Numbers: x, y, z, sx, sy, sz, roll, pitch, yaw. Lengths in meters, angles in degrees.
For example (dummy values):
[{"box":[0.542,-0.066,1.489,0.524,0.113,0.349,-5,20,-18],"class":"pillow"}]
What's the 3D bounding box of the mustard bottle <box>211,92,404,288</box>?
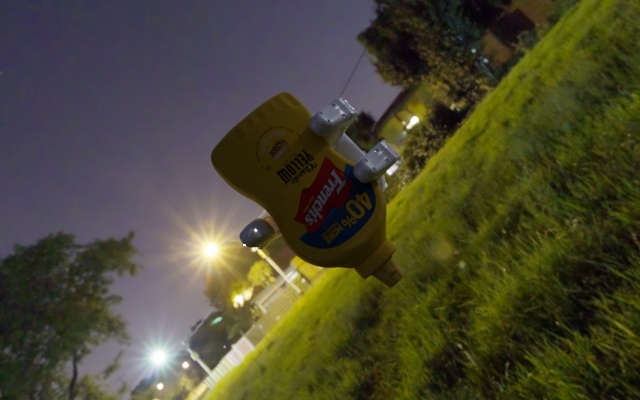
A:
[{"box":[0.000,0.001,0.422,0.096,0.191,0.058,-43,-5,-14],"class":"mustard bottle"}]
